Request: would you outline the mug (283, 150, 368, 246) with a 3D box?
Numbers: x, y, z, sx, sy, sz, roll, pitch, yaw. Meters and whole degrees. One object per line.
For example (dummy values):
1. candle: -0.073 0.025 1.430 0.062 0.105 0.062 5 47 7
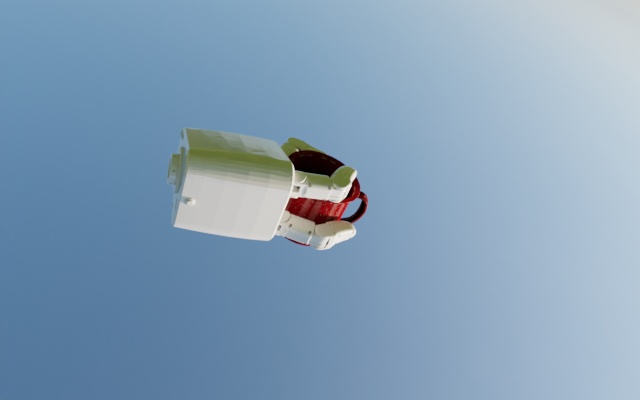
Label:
1. mug: 0.001 0.002 0.577 0.117 0.081 0.093 10 39 -21
